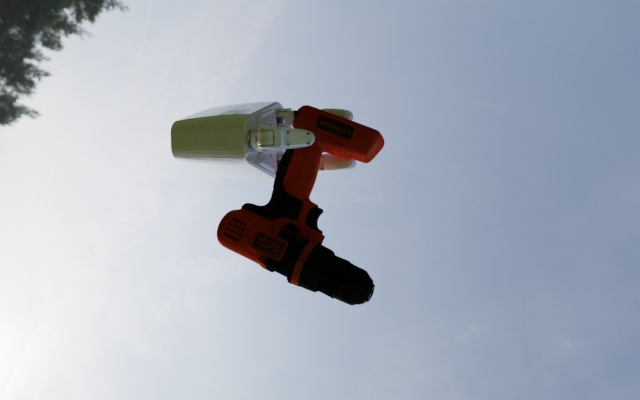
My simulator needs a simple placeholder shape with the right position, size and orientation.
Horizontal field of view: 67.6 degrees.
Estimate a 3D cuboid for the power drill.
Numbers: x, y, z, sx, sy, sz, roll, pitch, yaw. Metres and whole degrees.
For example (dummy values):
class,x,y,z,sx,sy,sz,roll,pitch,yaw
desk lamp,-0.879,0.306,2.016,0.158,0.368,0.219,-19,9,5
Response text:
class,x,y,z,sx,sy,sz,roll,pitch,yaw
power drill,0.000,0.001,0.525,0.184,0.187,0.057,23,-10,12
